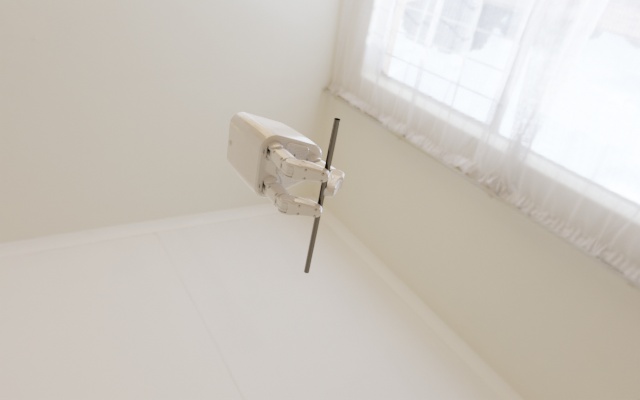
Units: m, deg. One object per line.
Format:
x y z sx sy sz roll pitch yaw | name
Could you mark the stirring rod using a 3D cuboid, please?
0.000 0.002 0.653 0.011 0.240 0.011 9 29 -5 | stirring rod
